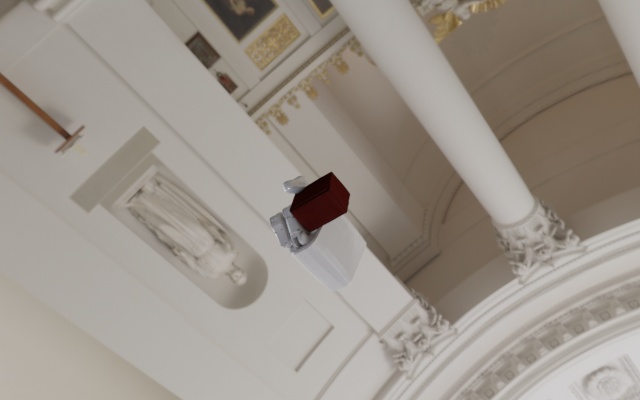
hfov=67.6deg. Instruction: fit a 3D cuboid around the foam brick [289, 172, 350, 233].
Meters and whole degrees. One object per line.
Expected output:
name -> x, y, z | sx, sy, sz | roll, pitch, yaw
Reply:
foam brick -> 0.000, 0.002, 0.742 | 0.078, 0.051, 0.053 | -30, 25, 27
